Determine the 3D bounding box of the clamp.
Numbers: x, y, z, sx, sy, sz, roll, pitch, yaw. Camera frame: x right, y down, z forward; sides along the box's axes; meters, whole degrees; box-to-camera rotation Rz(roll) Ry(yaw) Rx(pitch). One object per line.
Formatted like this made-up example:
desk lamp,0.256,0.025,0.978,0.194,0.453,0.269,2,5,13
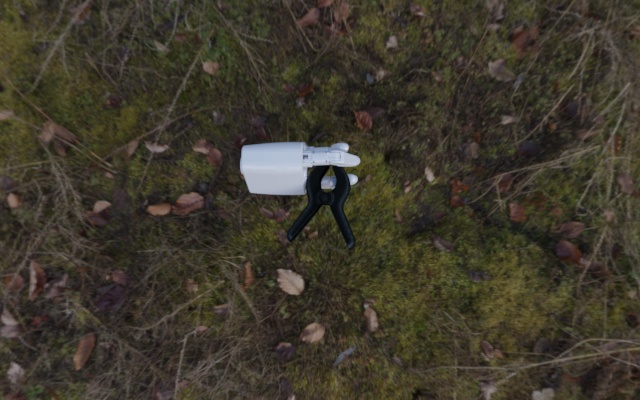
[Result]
clamp,0.000,0.003,0.840,0.120,0.171,0.039,-1,-10,3
